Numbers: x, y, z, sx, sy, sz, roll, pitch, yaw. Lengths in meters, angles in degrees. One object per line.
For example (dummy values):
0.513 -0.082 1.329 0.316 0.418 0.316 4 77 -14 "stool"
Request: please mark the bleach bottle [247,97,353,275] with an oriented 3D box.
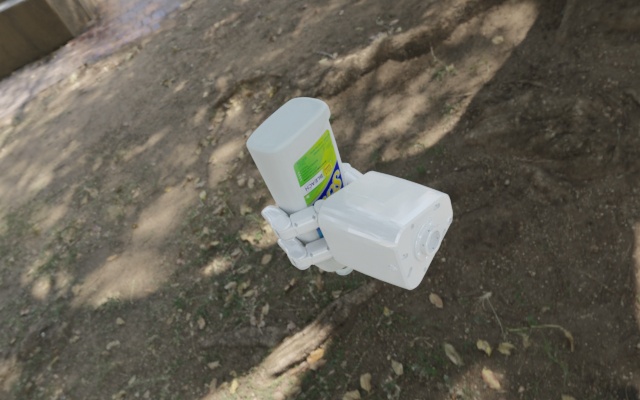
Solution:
0.000 0.002 0.607 0.068 0.251 0.102 20 57 40 "bleach bottle"
